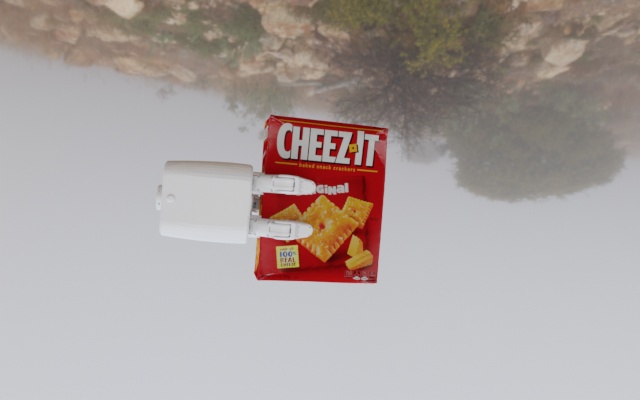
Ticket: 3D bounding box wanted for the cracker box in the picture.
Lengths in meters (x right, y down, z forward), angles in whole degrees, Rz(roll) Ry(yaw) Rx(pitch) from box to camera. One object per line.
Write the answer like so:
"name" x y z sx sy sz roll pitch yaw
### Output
"cracker box" 0.000 0.002 0.646 0.164 0.213 0.072 4 0 -12
